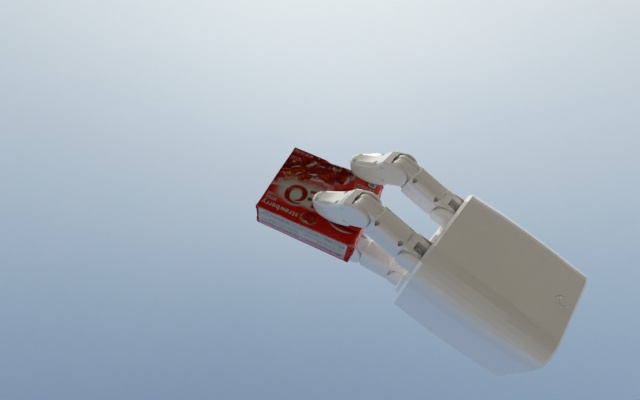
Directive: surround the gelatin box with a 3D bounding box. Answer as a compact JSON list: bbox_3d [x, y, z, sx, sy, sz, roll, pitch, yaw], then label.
[{"bbox_3d":[0.000,0.001,0.413,0.089,0.073,0.030,23,-34,10],"label":"gelatin box"}]
